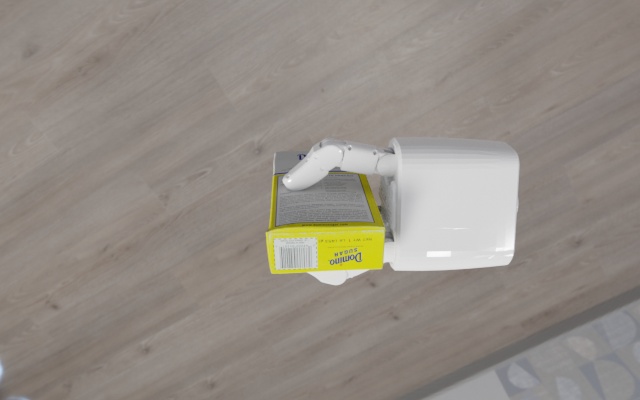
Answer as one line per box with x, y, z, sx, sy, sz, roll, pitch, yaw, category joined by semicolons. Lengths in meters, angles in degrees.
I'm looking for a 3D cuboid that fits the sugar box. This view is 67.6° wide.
0.000;0.002;0.450;0.093;0.048;0.176;-1;24;-2;sugar box
